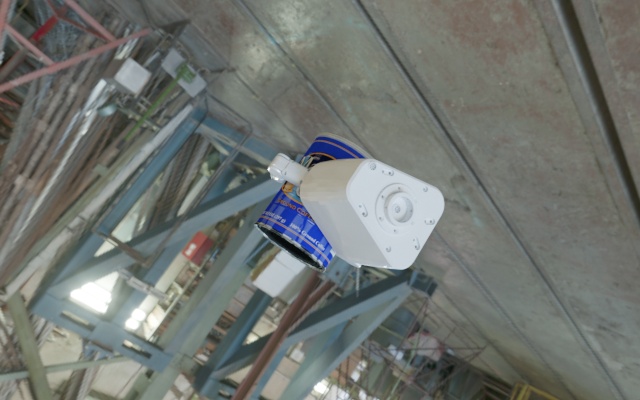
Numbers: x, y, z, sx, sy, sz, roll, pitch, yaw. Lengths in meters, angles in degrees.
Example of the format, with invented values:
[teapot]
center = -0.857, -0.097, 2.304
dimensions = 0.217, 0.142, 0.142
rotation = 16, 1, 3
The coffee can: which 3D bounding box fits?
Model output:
[coffee can]
center = 0.000, 0.002, 0.591
dimensions = 0.103, 0.140, 0.103
rotation = 32, -14, 9
